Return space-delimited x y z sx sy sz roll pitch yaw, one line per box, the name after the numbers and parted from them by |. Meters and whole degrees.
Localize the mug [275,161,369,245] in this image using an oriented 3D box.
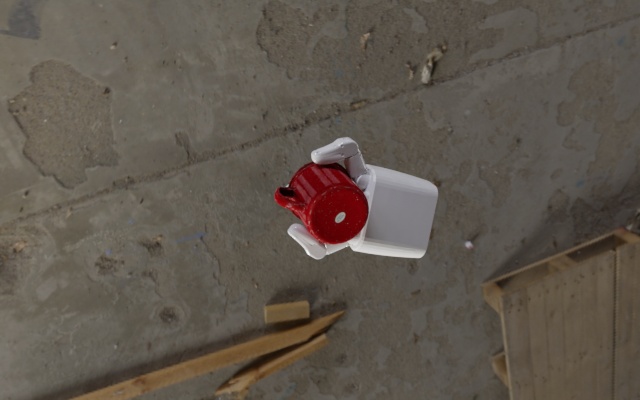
-0.001 0.002 0.604 0.117 0.093 0.081 9 19 -22 | mug
